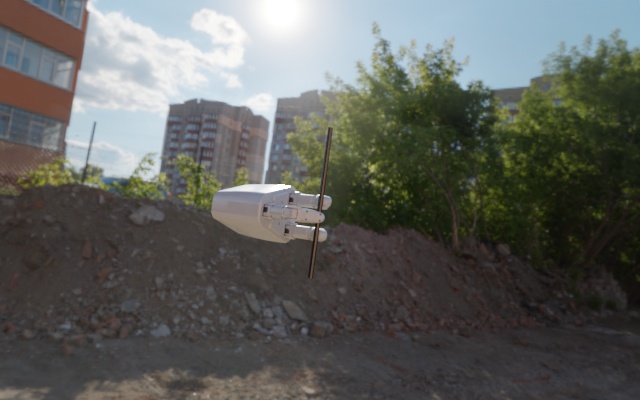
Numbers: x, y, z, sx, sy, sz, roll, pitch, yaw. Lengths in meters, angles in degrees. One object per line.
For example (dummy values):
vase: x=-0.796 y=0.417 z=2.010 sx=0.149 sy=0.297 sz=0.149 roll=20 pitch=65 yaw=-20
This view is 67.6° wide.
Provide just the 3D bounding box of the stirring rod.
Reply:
stirring rod: x=0.000 y=0.003 z=0.757 sx=0.011 sy=0.239 sz=0.011 roll=8 pitch=-3 yaw=0
